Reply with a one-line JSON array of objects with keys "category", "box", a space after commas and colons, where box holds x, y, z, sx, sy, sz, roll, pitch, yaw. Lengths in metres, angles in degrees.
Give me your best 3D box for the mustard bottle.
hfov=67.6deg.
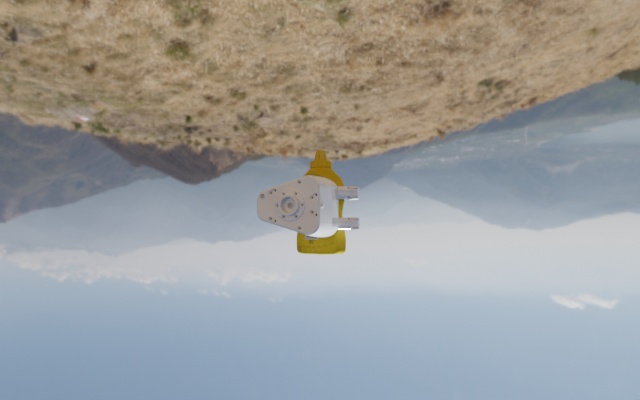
[{"category": "mustard bottle", "box": [0.000, 0.003, 0.884, 0.096, 0.191, 0.058, -3, -4, 40]}]
